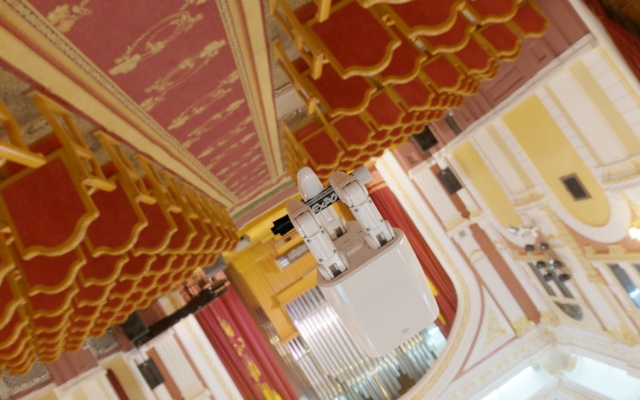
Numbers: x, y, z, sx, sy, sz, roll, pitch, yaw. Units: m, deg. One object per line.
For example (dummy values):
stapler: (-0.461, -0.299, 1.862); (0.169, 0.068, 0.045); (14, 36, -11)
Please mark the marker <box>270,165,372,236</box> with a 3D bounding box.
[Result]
marker: (0.000, 0.002, 0.510); (0.121, 0.020, 0.020); (-32, 3, -5)
